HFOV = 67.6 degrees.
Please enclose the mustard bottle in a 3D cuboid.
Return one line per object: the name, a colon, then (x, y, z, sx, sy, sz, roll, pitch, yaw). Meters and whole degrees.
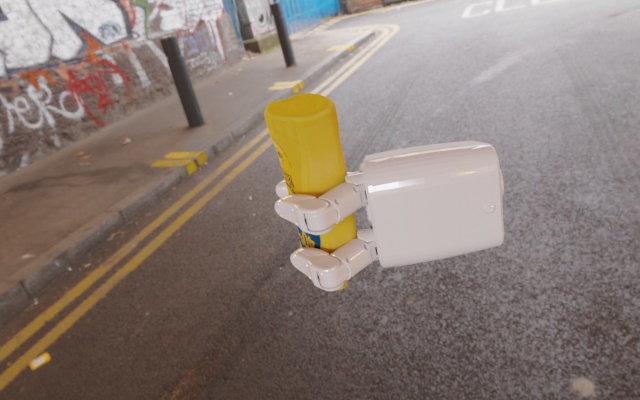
mustard bottle: (0.000, 0.001, 0.448, 0.058, 0.192, 0.096, -20, 25, -14)
